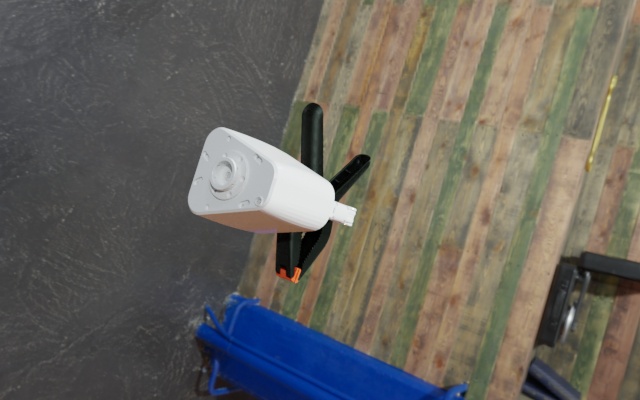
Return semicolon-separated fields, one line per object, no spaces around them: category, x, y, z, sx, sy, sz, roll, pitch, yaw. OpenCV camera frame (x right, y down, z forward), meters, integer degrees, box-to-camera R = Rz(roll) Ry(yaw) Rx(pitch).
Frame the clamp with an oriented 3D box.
clamp;0.000;0.003;0.610;0.036;0.210;0.164;15;-3;34
